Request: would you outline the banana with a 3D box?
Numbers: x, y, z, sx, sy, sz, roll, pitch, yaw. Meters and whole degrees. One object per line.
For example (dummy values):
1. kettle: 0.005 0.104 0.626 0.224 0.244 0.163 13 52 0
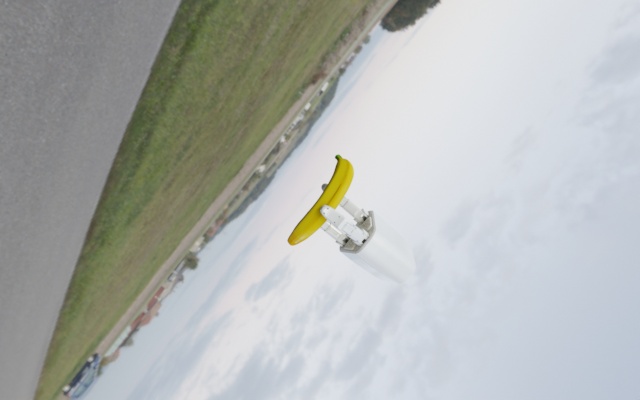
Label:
1. banana: 0.010 -0.002 0.836 0.037 0.197 0.069 38 -22 -18
